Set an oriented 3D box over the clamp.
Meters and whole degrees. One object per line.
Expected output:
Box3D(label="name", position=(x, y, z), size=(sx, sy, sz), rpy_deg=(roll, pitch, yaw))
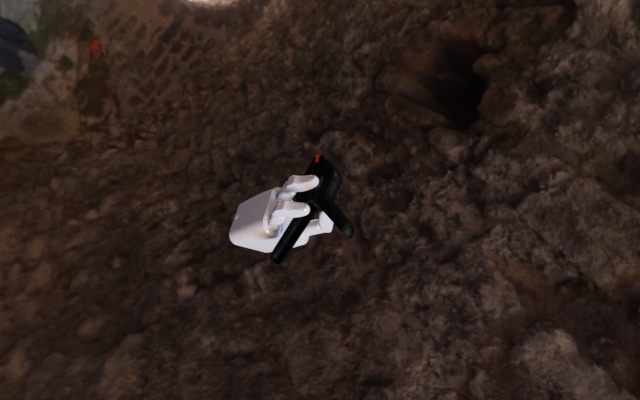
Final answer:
Box3D(label="clamp", position=(0.001, 0.003, 0.803), size=(0.164, 0.209, 0.036), rpy_deg=(-17, -44, 37))
